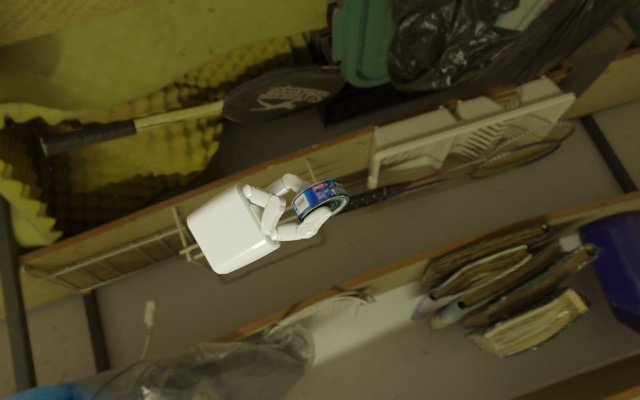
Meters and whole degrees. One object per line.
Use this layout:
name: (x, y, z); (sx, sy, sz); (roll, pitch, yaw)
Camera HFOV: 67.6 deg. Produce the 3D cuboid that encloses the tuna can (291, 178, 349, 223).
tuna can: (0.000, 0.003, 0.741); (0.086, 0.033, 0.086); (-24, -20, -9)
